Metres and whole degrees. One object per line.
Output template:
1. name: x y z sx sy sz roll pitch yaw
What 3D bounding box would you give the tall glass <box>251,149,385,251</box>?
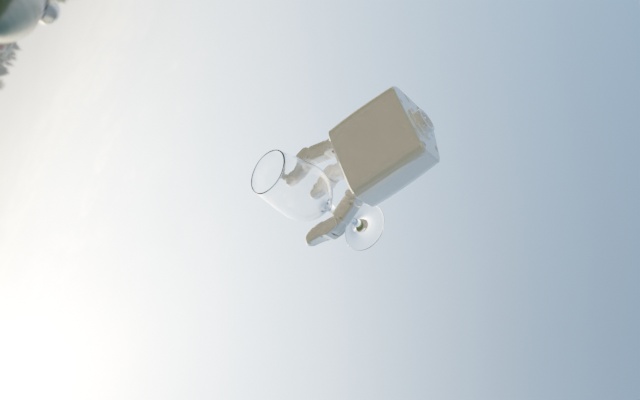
1. tall glass: 0.000 0.003 0.655 0.079 0.079 0.201 0 -22 46
